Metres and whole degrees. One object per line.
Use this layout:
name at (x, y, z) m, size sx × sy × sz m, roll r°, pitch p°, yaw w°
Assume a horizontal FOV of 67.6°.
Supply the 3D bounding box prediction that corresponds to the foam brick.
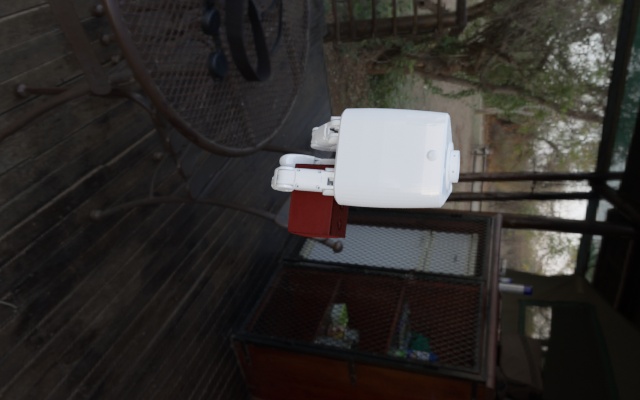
foam brick at (0.000, 0.002, 0.527) m, size 0.051 × 0.078 × 0.053 m, roll 4°, pitch -6°, yaw 19°
